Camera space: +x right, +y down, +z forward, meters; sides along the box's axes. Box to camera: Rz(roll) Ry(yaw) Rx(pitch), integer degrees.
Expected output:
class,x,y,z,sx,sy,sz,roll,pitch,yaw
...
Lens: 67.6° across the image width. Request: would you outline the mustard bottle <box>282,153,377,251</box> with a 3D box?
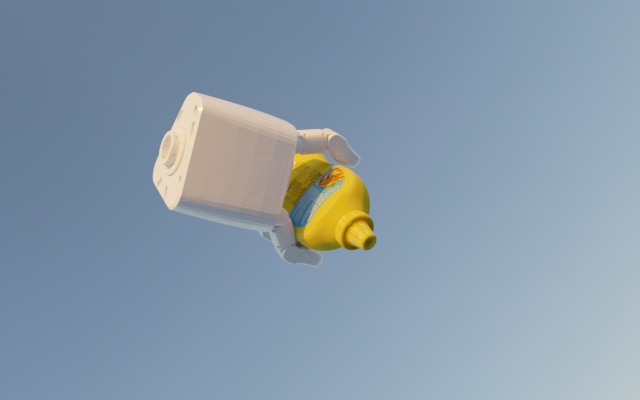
class,x,y,z,sx,sy,sz,roll,pitch,yaw
mustard bottle,0.000,0.002,0.534,0.058,0.096,0.191,45,-3,-39
